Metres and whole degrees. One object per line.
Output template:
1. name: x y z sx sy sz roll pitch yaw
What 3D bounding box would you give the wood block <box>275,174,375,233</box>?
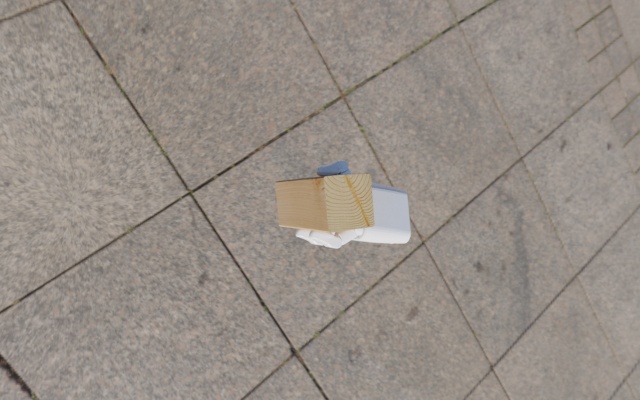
1. wood block: 0.001 0.002 0.854 0.090 0.091 0.206 -5 2 -27
